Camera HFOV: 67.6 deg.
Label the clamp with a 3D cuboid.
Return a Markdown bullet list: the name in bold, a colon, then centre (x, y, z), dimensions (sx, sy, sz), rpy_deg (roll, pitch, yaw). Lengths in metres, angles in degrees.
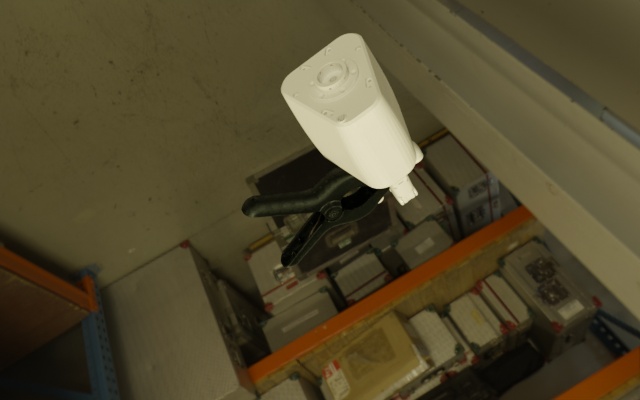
- **clamp**: centre (0.000, 0.002, 0.531), dimensions (0.171, 0.039, 0.120), rpy_deg (-36, -39, 5)
